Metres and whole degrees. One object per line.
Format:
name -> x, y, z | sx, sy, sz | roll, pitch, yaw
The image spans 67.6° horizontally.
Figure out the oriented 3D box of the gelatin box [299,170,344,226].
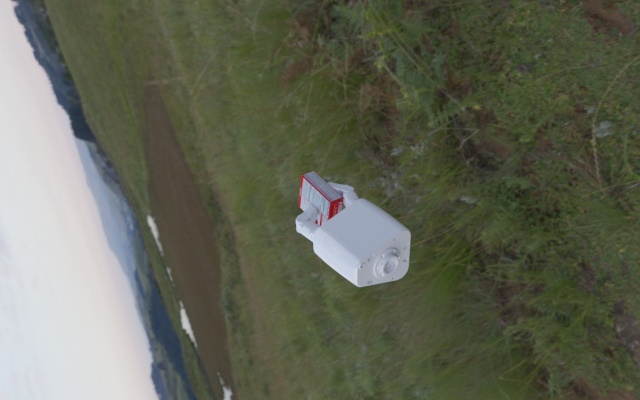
gelatin box -> 0.000, 0.003, 0.826 | 0.030, 0.073, 0.089 | -24, 49, -31
